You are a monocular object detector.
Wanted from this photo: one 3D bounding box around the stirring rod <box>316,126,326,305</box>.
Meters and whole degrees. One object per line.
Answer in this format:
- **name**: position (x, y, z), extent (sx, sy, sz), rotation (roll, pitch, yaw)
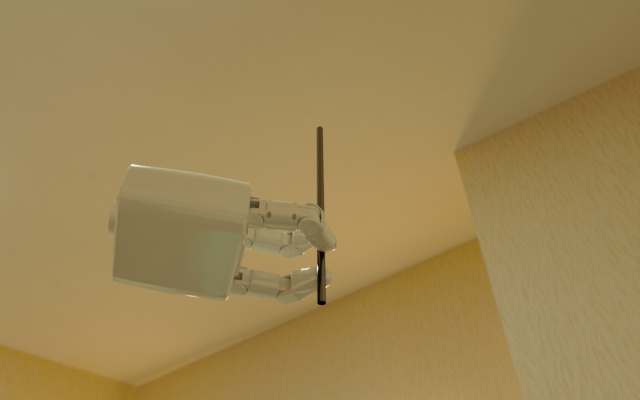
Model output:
- **stirring rod**: position (0.000, 0.002, 0.502), extent (0.011, 0.239, 0.011), rotation (0, -42, 0)
